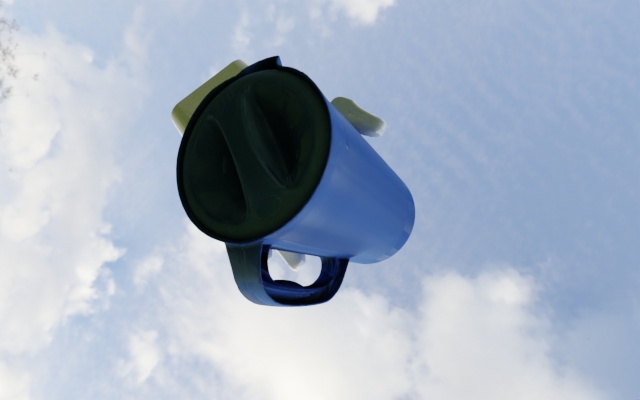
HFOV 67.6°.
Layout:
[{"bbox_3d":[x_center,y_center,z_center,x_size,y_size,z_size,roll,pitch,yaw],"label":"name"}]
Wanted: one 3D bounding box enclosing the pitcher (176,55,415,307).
[{"bbox_3d":[0.000,0.001,0.430,0.145,0.149,0.243,45,9,30],"label":"pitcher"}]
